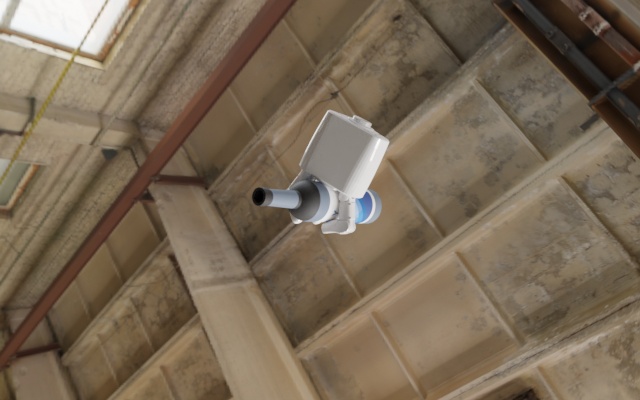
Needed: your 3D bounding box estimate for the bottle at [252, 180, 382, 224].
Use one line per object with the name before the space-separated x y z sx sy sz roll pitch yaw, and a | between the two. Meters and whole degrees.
bottle | 0.000 0.003 0.796 0.069 0.069 0.296 0 -3 37
